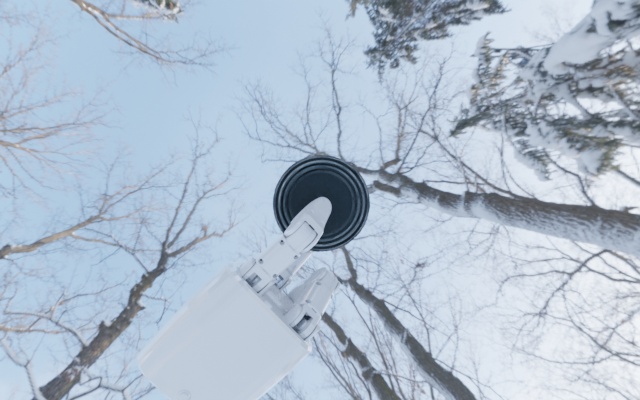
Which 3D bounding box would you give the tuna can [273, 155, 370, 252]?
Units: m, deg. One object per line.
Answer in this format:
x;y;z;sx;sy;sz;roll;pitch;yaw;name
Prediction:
0.000;0.001;0.435;0.086;0.086;0.033;0;6;-4;tuna can
